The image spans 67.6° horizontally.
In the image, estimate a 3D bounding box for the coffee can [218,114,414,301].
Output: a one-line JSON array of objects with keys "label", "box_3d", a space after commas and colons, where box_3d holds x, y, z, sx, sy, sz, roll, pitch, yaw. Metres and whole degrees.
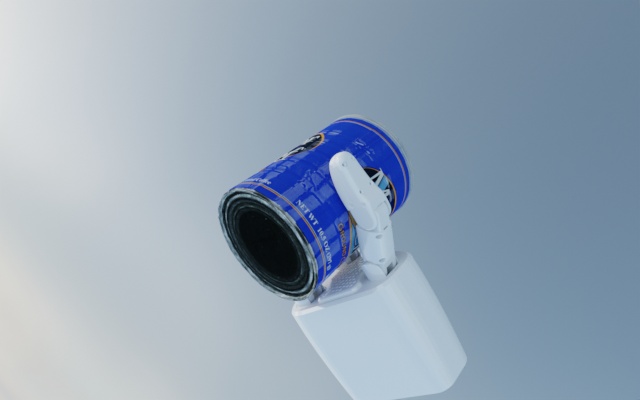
[{"label": "coffee can", "box_3d": [0.000, 0.001, 0.407, 0.103, 0.103, 0.140, 0, 30, 46]}]
